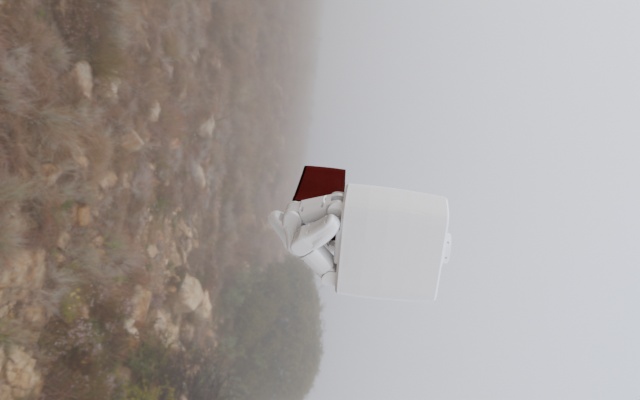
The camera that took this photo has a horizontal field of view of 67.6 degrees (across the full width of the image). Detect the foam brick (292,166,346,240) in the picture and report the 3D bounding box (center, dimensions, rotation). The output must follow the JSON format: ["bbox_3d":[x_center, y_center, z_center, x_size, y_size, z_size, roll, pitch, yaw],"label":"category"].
[{"bbox_3d":[0.000,0.002,0.558,0.051,0.053,0.078,4,35,7],"label":"foam brick"}]
